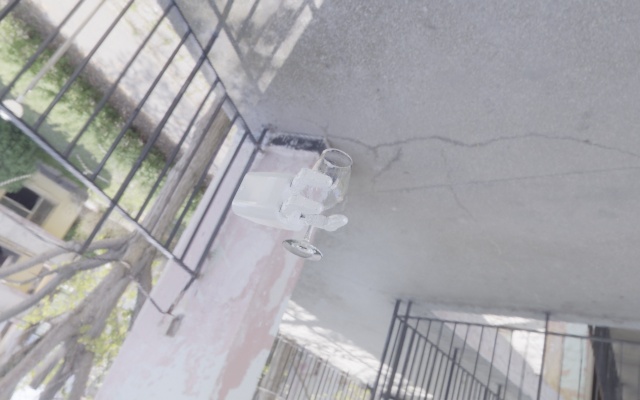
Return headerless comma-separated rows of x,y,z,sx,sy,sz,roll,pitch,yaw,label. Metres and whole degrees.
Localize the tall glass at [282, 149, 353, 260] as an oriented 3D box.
0.000,0.003,0.868,0.079,0.201,0.079,17,-26,9,tall glass
